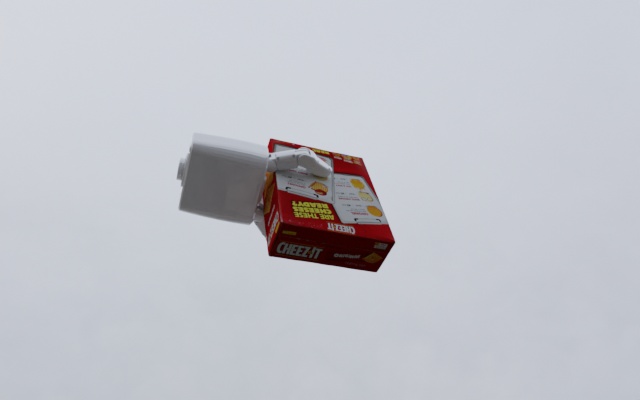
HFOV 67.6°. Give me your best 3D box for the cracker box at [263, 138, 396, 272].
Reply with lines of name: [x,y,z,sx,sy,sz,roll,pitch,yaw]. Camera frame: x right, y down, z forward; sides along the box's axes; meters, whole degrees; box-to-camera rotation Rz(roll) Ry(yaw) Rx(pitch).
cracker box: [0.000,0.002,0.713,0.164,0.072,0.213,11,35,-18]
